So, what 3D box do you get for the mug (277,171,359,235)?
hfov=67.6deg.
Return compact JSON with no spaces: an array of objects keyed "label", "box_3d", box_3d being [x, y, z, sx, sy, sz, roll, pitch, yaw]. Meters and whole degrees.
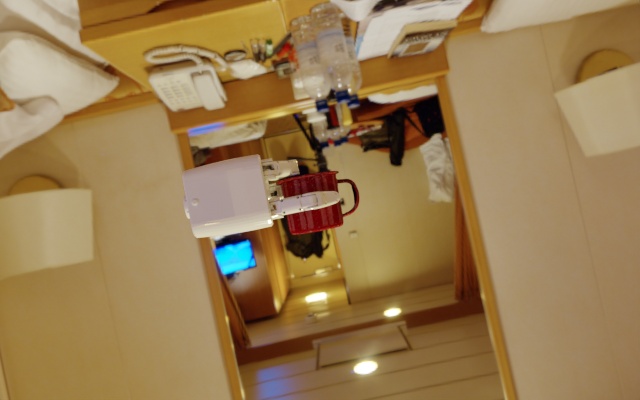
[{"label":"mug","box_3d":[0.002,0.002,0.709,0.117,0.081,0.093,-10,-1,-3]}]
